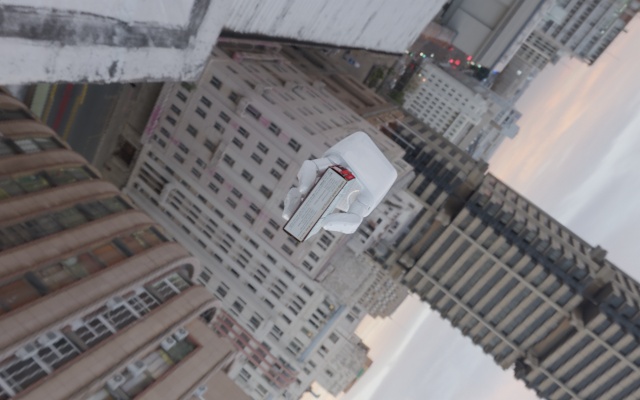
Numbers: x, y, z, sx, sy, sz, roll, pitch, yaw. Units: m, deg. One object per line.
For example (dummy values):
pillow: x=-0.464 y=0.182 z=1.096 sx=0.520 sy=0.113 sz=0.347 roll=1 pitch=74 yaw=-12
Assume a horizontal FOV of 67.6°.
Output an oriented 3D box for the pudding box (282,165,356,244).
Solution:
pudding box: x=0.000 y=0.002 z=0.679 sx=0.039 sy=0.113 sz=0.090 roll=36 pitch=10 yaw=7
